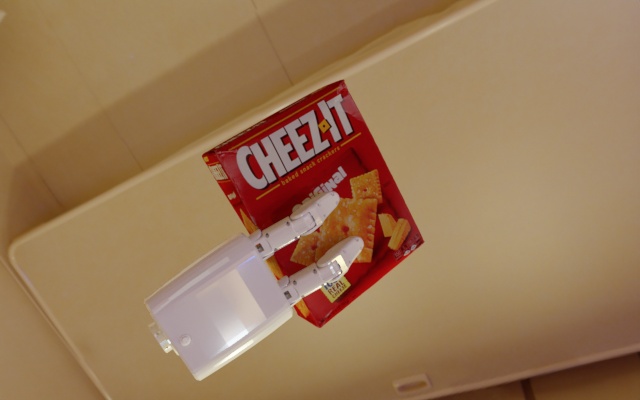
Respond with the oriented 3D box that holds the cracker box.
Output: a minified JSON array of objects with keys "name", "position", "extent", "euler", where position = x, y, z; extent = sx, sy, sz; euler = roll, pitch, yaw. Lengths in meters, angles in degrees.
[{"name":"cracker box","position":[0.000,0.002,0.524],"extent":[0.164,0.214,0.072],"euler":[-34,15,-21]}]
